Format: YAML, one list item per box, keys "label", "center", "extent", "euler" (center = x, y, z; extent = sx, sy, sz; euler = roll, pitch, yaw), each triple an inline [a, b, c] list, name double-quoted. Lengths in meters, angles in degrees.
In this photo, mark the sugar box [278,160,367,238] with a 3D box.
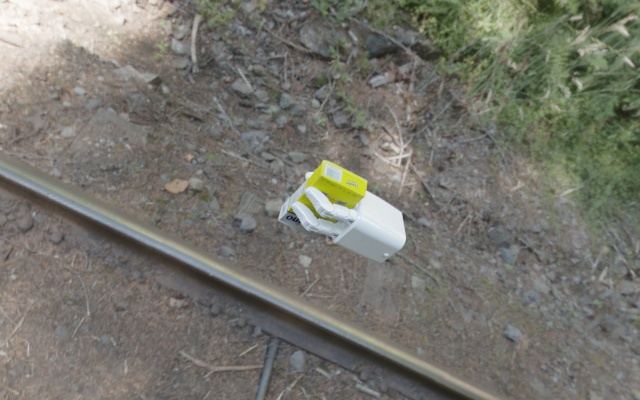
- label: "sugar box"
  center: [0.000, 0.003, 0.897]
  extent: [0.093, 0.048, 0.176]
  euler: [25, -42, -17]
